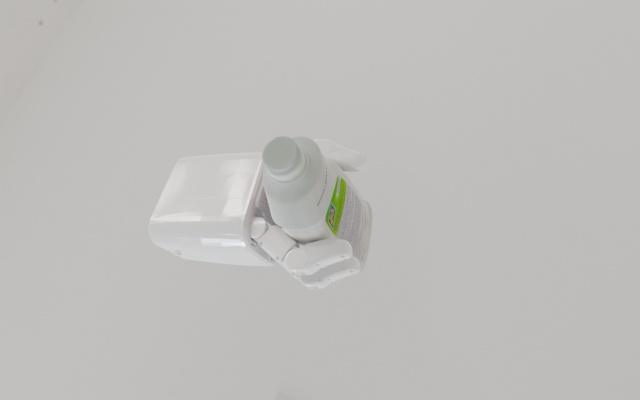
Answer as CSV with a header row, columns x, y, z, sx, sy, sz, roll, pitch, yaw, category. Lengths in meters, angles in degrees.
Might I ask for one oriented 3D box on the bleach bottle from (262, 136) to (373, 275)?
x,y,z,sx,sy,sz,roll,pitch,yaw,category
0.000,0.002,0.476,0.068,0.102,0.251,2,-21,15,bleach bottle
